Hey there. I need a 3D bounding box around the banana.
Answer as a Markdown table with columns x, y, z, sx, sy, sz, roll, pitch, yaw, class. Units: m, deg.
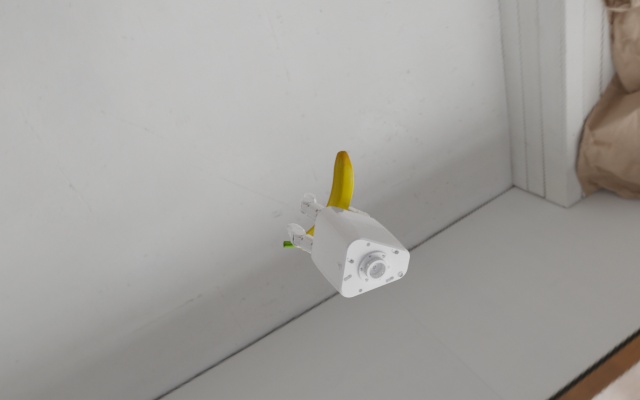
| x | y | z | sx | sy | sz | roll | pitch | yaw | class |
| --- | --- | --- | --- | --- | --- | --- | --- | --- | --- |
| 0.014 | 0.013 | 0.814 | 0.070 | 0.198 | 0.037 | 27 | 10 | -24 | banana |
